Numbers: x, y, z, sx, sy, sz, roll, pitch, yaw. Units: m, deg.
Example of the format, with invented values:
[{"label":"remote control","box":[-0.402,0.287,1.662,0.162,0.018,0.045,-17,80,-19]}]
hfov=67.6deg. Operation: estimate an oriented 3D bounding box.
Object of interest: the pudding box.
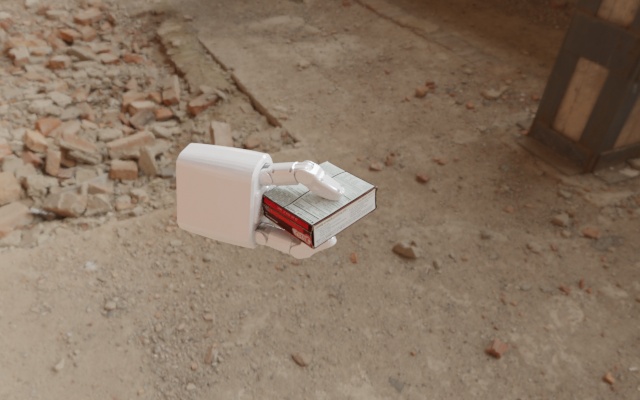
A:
[{"label":"pudding box","box":[0.000,0.002,0.577,0.113,0.039,0.090,-31,46,-33]}]
